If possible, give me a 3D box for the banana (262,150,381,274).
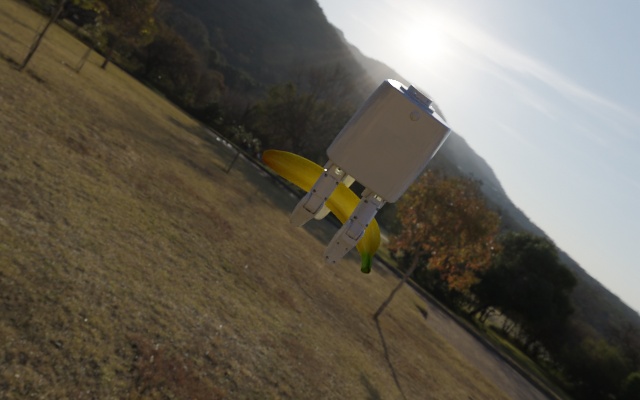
[{"bbox_3d":[0.012,-0.001,0.600,0.037,0.198,0.069,-51,-12,34],"label":"banana"}]
